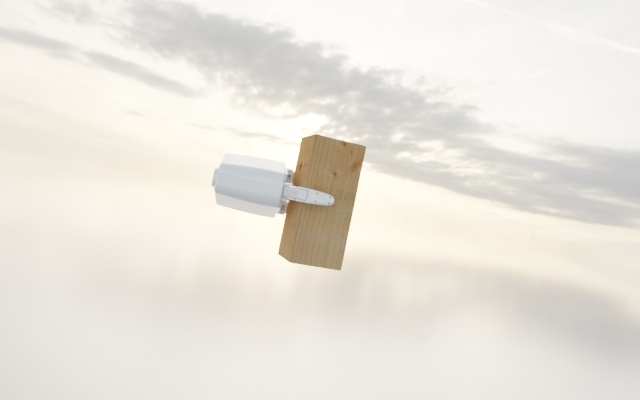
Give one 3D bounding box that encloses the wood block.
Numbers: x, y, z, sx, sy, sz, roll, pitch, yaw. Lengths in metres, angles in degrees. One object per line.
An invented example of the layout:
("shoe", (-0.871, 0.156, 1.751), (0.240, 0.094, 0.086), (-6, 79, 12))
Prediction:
("wood block", (0.000, 0.002, 0.797), (0.090, 0.206, 0.091), (11, 0, -18))
